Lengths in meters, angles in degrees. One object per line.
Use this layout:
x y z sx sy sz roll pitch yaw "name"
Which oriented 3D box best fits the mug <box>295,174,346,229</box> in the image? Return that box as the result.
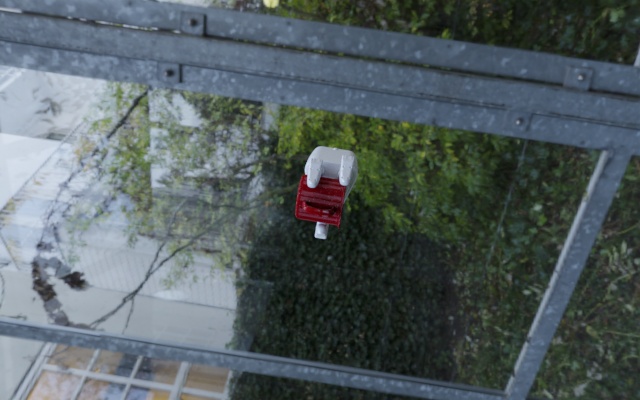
0.000 0.003 0.847 0.081 0.093 0.117 9 22 2 "mug"
